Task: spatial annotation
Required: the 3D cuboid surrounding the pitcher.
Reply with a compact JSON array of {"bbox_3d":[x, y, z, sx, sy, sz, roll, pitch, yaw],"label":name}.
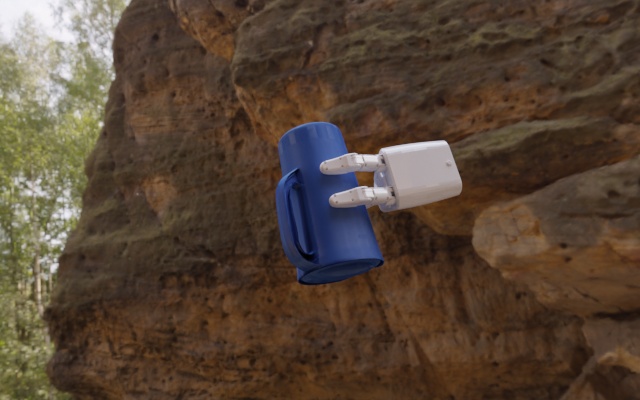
[{"bbox_3d":[0.000,0.002,0.745,0.145,0.242,0.149,-11,-20,-6],"label":"pitcher"}]
